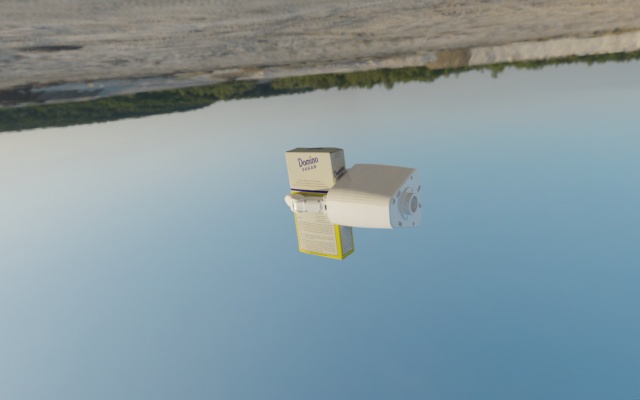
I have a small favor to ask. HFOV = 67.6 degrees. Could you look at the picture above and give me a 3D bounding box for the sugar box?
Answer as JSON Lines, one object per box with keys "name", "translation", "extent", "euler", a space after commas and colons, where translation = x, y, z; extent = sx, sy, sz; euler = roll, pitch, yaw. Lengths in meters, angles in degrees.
{"name": "sugar box", "translation": [0.001, 0.003, 0.779], "extent": [0.093, 0.176, 0.048], "euler": [6, 18, 36]}
